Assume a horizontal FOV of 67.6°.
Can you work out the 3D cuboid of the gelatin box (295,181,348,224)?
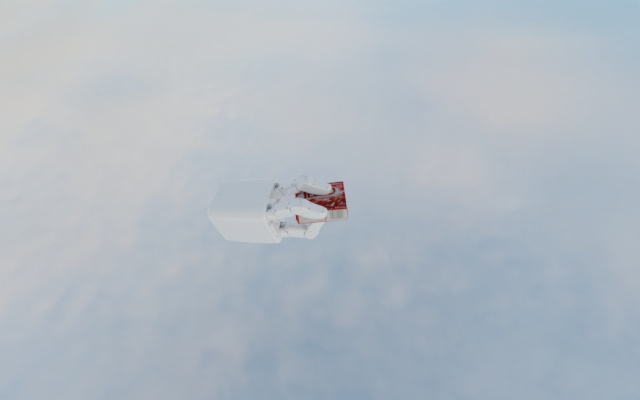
[{"bbox_3d":[0.001,0.003,0.833,0.089,0.030,0.073,-5,42,0],"label":"gelatin box"}]
